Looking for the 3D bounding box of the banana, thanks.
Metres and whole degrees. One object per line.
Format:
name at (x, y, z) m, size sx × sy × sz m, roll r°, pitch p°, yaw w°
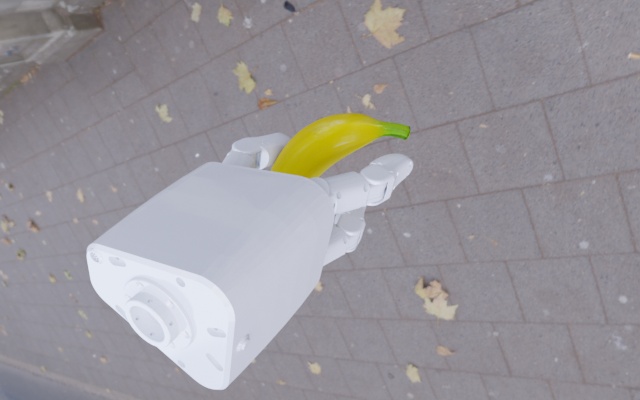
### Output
banana at (-0.012, -0.013, 0.409) m, size 0.198 × 0.069 × 0.037 m, roll -46°, pitch 5°, yaw 41°
